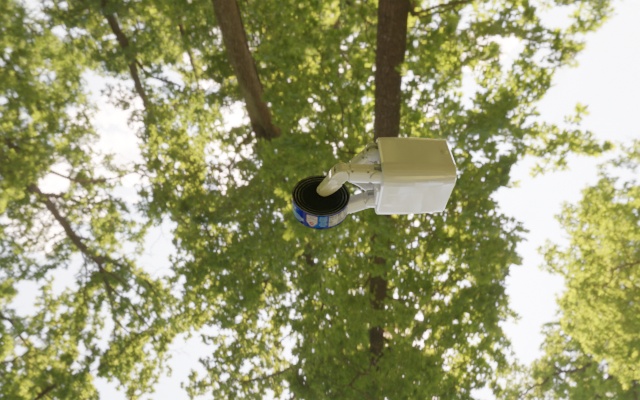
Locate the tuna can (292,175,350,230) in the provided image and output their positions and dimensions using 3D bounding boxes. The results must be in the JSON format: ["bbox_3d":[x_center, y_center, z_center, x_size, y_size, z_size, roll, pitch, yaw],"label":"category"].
[{"bbox_3d":[0.000,0.003,0.715,0.086,0.034,0.086,2,44,-2],"label":"tuna can"}]
